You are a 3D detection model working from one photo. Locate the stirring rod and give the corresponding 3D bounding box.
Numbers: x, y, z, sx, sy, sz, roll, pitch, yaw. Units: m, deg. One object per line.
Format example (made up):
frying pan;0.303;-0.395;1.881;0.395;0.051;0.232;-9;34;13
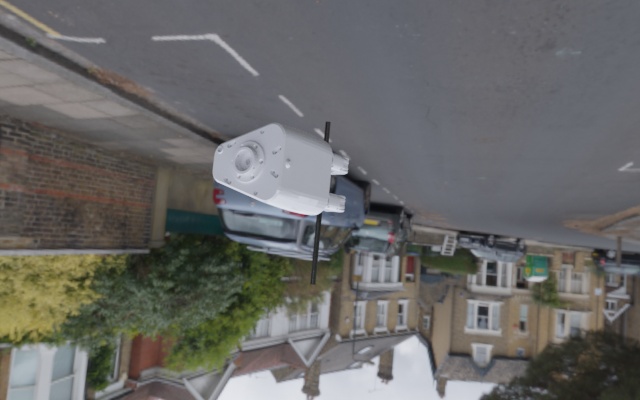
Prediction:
stirring rod;0.000;0.002;0.703;0.011;0.239;0.011;5;-5;0
